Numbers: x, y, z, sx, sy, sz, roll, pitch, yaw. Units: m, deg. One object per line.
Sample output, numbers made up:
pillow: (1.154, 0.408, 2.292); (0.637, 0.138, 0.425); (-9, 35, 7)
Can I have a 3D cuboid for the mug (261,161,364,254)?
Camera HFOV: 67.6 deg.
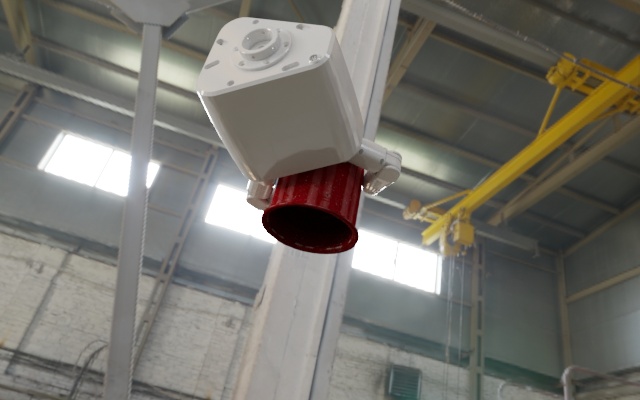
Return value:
mug: (0.001, 0.002, 0.472); (0.093, 0.081, 0.117); (2, -33, 17)
